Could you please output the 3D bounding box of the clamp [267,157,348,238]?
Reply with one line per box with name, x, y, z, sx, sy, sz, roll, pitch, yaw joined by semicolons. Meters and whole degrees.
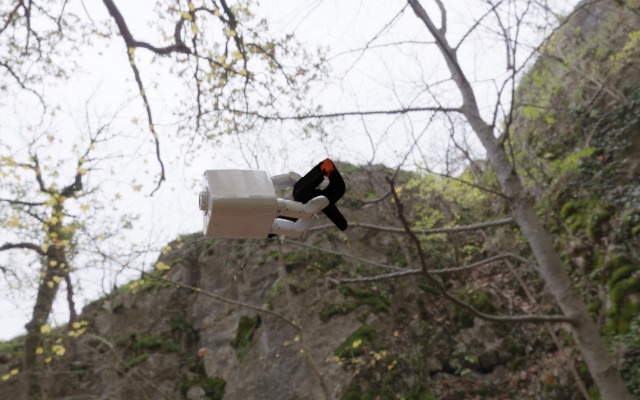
clamp;0.000;0.002;0.862;0.164;0.036;0.210;-1;-37;-24
